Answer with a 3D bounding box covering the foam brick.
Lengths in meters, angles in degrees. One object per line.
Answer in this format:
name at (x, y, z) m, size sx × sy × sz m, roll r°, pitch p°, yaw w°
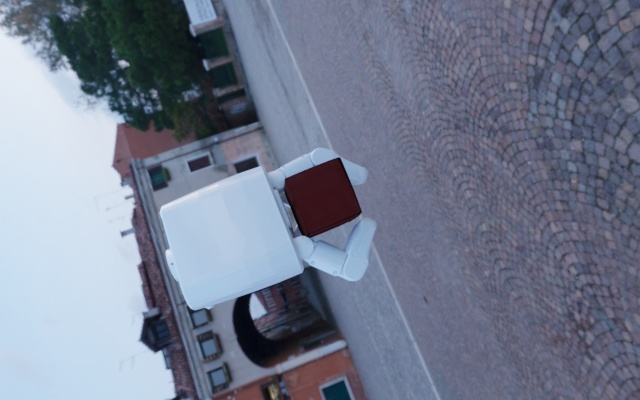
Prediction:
foam brick at (0.000, 0.001, 0.434) m, size 0.051 × 0.053 × 0.078 m, roll -21°, pitch -7°, yaw -7°
